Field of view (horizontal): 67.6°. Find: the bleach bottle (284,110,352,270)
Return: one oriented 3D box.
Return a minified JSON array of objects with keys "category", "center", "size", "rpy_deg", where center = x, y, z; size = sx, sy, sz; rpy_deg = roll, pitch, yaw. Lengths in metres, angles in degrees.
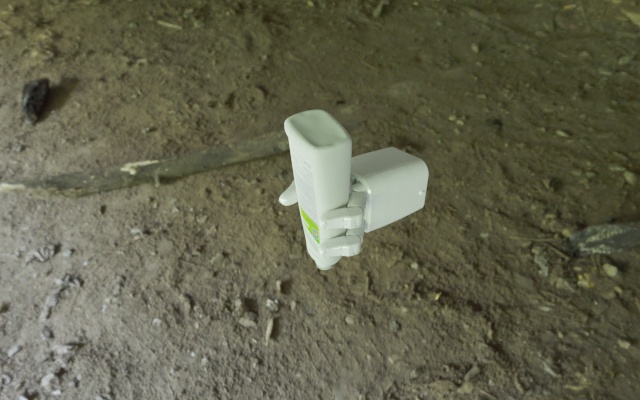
[{"category":"bleach bottle","center":[0.000,0.002,0.694],"size":[0.068,0.251,0.102],"rpy_deg":[-19,44,-19]}]
